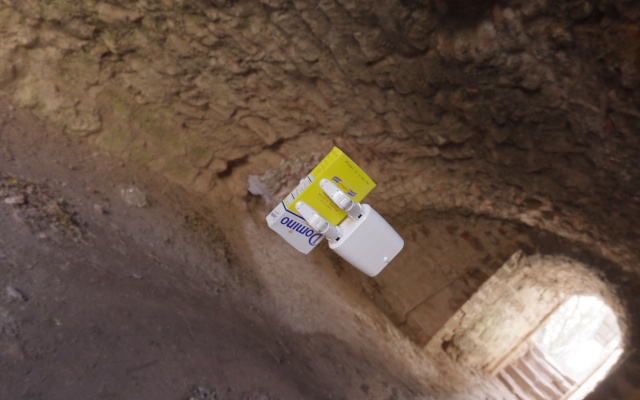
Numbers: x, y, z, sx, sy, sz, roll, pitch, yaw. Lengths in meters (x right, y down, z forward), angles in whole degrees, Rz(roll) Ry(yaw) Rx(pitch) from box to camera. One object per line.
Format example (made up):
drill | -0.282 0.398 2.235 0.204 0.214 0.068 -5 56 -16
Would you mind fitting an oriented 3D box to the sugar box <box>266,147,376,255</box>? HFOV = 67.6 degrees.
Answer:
sugar box | 0.000 0.003 0.821 0.093 0.176 0.048 41 5 -25
